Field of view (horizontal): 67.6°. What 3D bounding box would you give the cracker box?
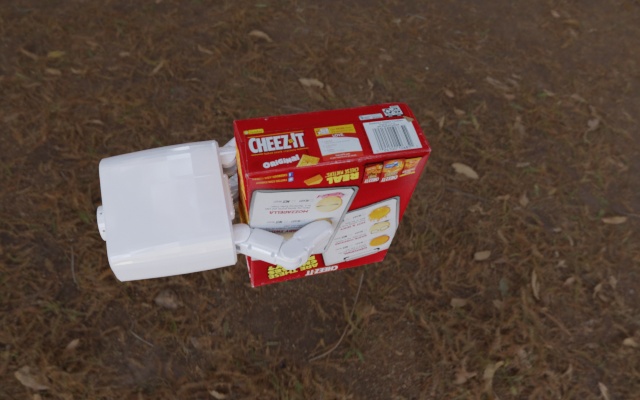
[{"bbox_3d":[0.000,0.002,0.494,0.164,0.072,0.214,-9,-32,-12],"label":"cracker box"}]
